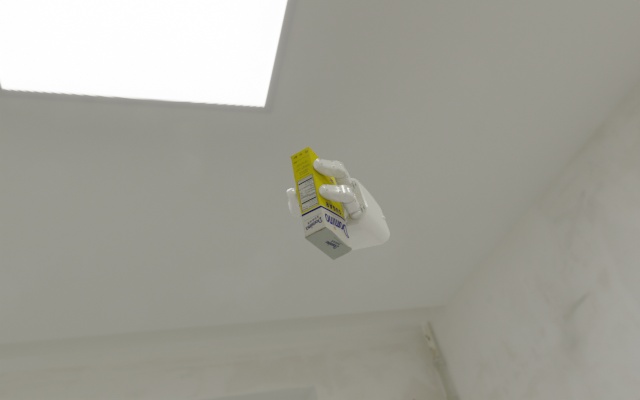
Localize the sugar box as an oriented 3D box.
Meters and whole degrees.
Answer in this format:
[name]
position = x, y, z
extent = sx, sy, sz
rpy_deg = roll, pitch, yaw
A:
[sugar box]
position = 0.001, 0.002, 0.804
extent = 0.048, 0.176, 0.093
rpy_deg = -29, -40, 17
